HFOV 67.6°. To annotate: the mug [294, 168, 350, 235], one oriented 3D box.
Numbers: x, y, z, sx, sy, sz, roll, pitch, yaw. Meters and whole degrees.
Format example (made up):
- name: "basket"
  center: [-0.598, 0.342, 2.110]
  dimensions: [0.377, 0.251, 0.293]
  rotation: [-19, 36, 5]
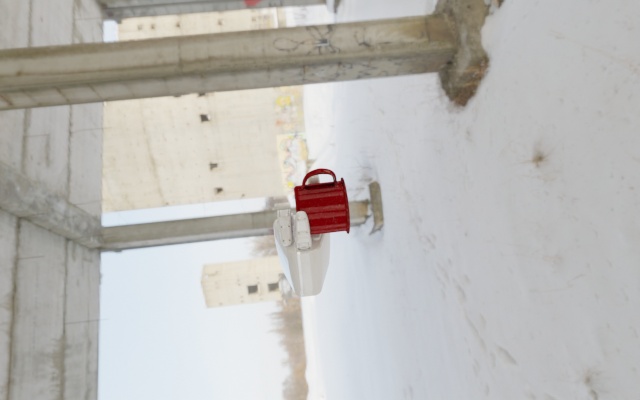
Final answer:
- name: "mug"
  center: [0.000, 0.001, 0.765]
  dimensions: [0.081, 0.117, 0.093]
  rotation: [-6, 33, -3]
